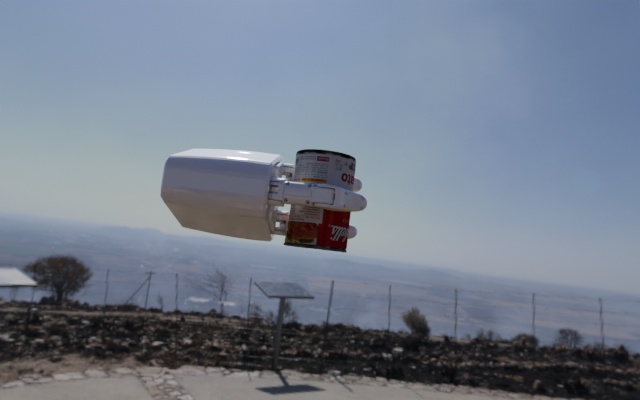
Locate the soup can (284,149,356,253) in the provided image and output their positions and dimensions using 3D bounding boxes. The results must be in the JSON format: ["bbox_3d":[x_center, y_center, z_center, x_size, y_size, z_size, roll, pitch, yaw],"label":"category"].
[{"bbox_3d":[0.001,0.001,0.515,0.068,0.102,0.068,7,-5,1],"label":"soup can"}]
